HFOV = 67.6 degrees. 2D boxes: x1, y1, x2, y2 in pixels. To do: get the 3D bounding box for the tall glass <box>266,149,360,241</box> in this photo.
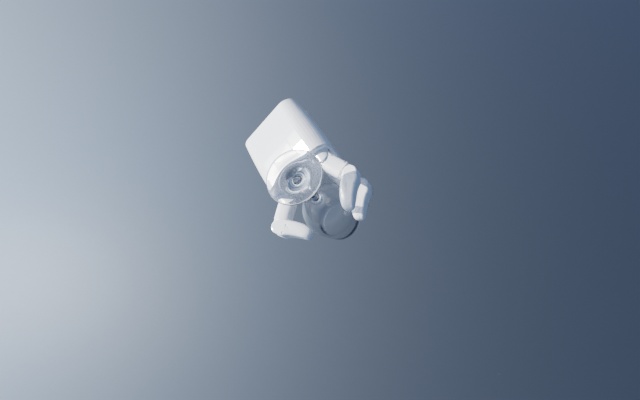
[{"bbox_3d":[0.000,0.002,0.669,0.079,0.079,0.201,0,-19,21],"label":"tall glass"}]
